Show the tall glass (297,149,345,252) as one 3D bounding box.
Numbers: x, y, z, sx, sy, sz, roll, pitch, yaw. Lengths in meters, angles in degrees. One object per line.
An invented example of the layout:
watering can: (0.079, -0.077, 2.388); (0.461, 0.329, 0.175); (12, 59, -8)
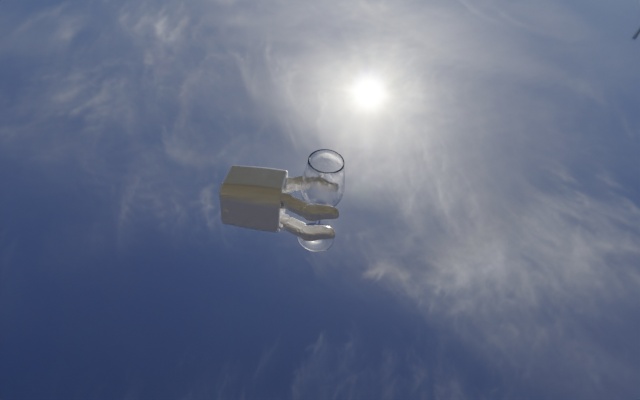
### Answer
tall glass: (0.000, 0.003, 0.870); (0.079, 0.079, 0.201); (0, -44, -8)
